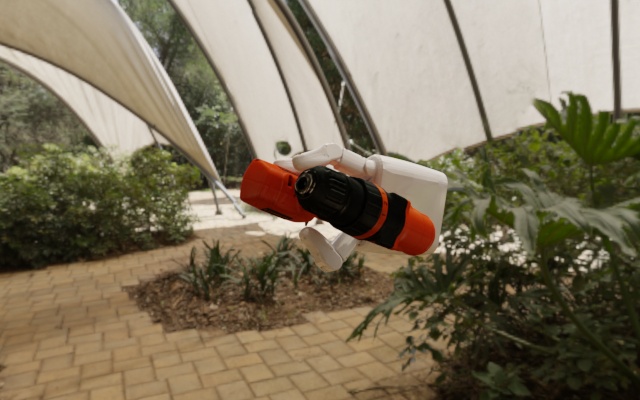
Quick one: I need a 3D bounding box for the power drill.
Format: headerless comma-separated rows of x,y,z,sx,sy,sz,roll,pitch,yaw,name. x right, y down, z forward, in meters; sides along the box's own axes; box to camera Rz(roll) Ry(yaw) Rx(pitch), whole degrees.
0.000,0.002,0.487,0.187,0.057,0.184,16,-7,46,power drill
